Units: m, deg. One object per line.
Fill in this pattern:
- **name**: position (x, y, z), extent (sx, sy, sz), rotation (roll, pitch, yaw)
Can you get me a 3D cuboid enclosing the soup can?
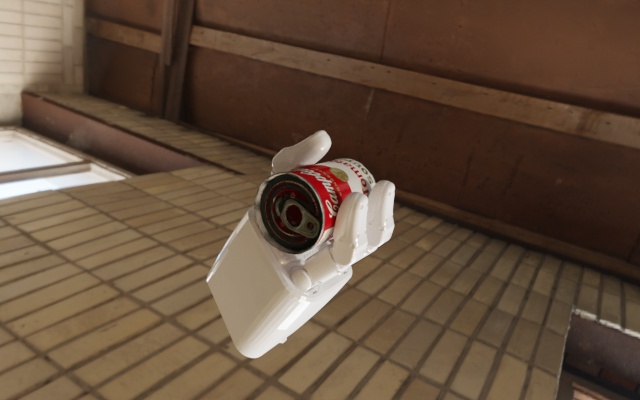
- **soup can**: position (0.000, 0.001, 0.422), extent (0.068, 0.068, 0.102), rotation (0, 11, 33)
